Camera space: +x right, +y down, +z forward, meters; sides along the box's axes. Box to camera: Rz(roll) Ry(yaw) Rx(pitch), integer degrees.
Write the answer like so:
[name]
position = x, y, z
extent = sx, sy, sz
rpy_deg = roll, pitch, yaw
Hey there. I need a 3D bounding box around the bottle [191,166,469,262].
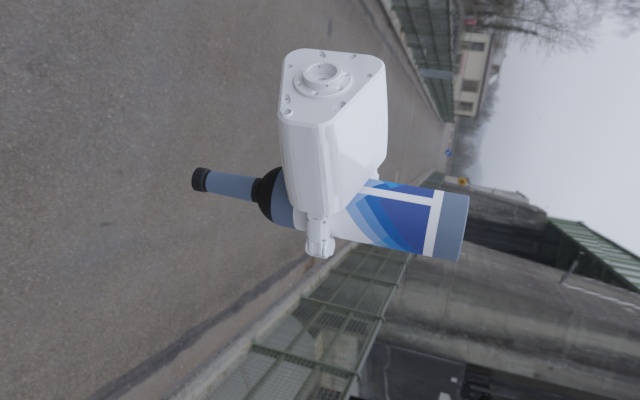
[bottle]
position = 0.000, 0.002, 0.506
extent = 0.295, 0.069, 0.069
rpy_deg = 11, 3, 14
